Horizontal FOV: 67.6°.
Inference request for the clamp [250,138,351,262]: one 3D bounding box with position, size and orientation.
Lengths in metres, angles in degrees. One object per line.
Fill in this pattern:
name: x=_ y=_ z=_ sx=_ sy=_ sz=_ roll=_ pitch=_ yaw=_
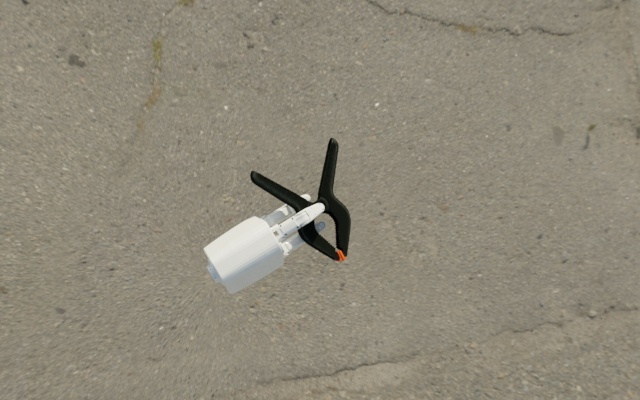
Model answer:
clamp: x=0.000 y=0.003 z=0.819 sx=0.164 sy=0.210 sz=0.036 roll=-31 pitch=-1 yaw=-13
